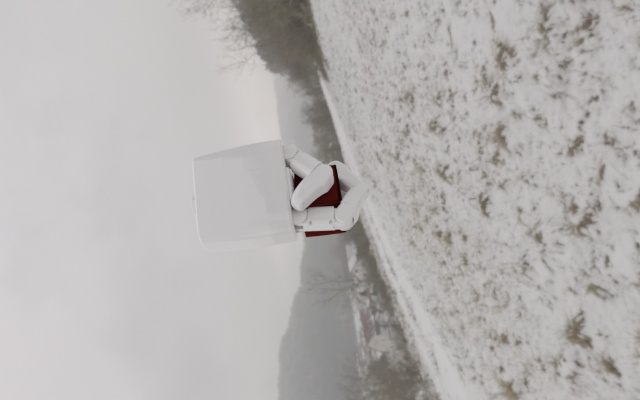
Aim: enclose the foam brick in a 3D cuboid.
[{"bbox_3d":[0.000,0.002,0.574,0.051,0.053,0.078,-9,-33,2],"label":"foam brick"}]
